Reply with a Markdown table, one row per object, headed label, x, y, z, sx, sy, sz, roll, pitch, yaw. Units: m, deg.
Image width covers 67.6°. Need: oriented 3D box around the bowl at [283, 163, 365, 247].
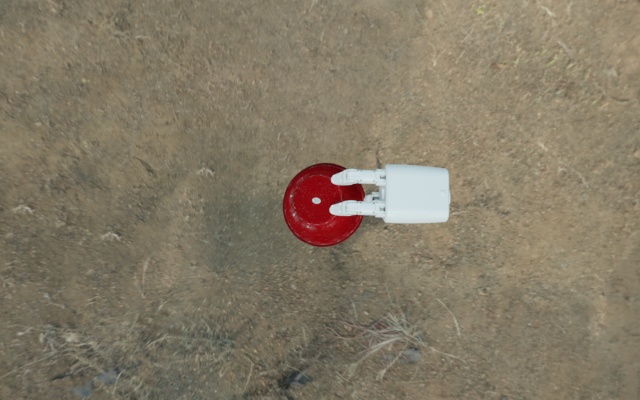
| label | x | y | z | sx | sy | sz | roll | pitch | yaw |
| --- | --- | --- | --- | --- | --- | --- | --- | --- | --- |
| bowl | -0.001 | 0.003 | 0.877 | 0.162 | 0.162 | 0.055 | 0 | -10 | 13 |
